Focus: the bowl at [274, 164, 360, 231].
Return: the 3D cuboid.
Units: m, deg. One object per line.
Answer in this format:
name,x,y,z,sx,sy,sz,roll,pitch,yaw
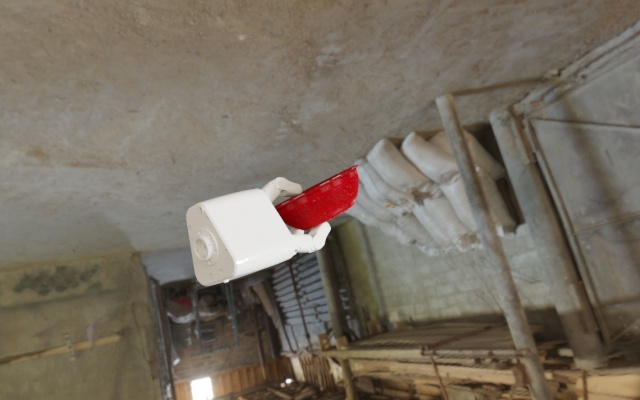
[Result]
bowl,0.001,0.002,0.747,0.162,0.055,0.162,-27,3,2
